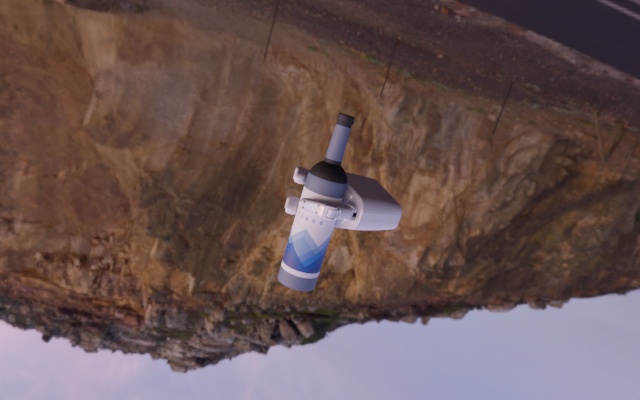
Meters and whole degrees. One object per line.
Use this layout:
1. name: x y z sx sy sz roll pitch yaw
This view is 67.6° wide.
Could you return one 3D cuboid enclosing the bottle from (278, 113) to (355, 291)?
1. bottle: 0.000 0.003 0.786 0.069 0.296 0.069 16 13 -4
